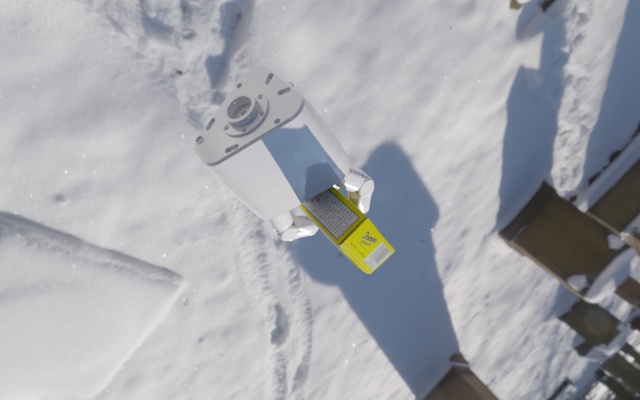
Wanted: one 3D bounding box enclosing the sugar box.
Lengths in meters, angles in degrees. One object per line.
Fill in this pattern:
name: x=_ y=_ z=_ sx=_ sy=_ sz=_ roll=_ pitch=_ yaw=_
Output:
sugar box: x=0.000 y=0.001 z=0.542 sx=0.176 sy=0.048 sz=0.093 roll=46 pitch=-1 yaw=37
